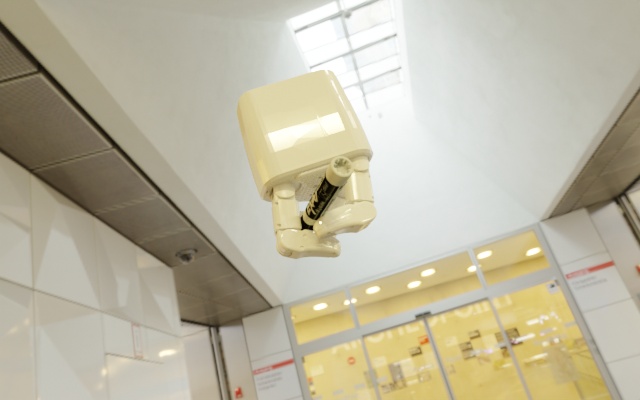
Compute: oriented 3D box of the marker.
[{"bbox_3d":[0.000,0.001,0.413,0.020,0.020,0.121,0,-27,-18],"label":"marker"}]
